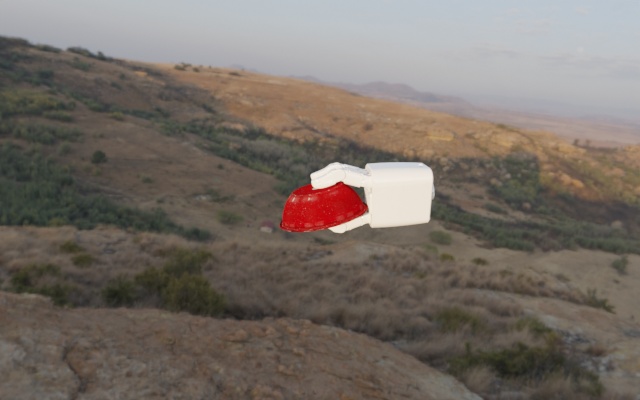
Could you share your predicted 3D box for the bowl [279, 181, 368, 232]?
[{"bbox_3d":[-0.001,0.003,0.843,0.162,0.055,0.162,-12,14,3],"label":"bowl"}]
